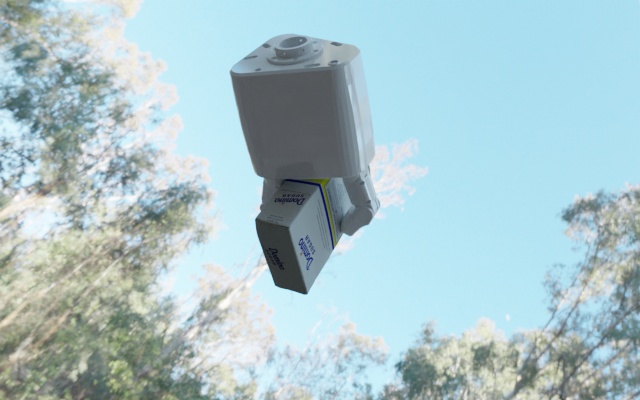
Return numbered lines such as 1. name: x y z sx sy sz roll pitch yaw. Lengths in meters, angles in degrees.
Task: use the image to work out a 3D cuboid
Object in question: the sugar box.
1. sugar box: 0.000 0.001 0.502 0.048 0.093 0.176 12 43 28
